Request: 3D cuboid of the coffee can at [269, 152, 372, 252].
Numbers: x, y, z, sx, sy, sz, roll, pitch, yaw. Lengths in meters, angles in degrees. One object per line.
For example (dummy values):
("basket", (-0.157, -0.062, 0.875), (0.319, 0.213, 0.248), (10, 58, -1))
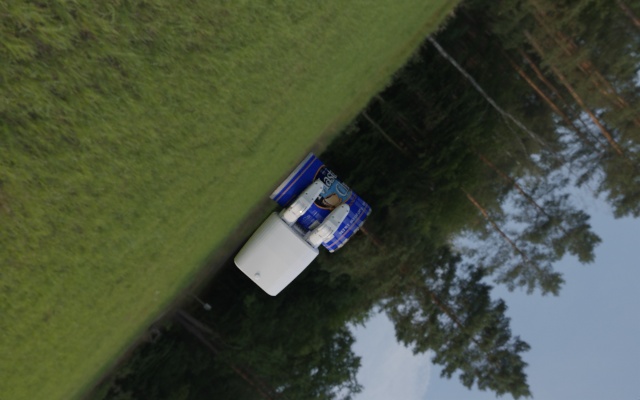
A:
("coffee can", (0.000, 0.002, 0.801), (0.140, 0.103, 0.103), (42, -5, -5))
